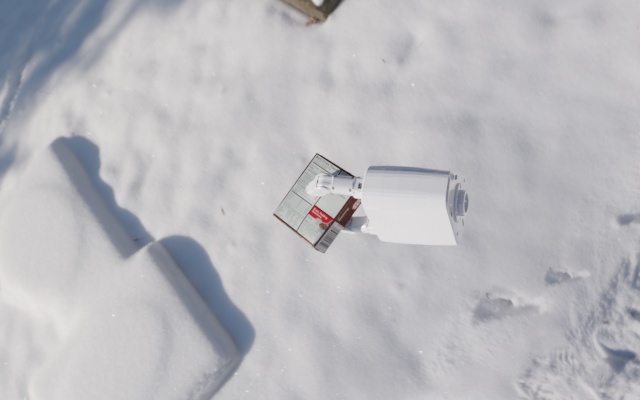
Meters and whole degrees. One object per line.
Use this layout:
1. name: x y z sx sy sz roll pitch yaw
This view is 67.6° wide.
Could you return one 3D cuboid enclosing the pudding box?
1. pudding box: 0.000 0.002 0.670 0.090 0.113 0.039 36 -2 32
